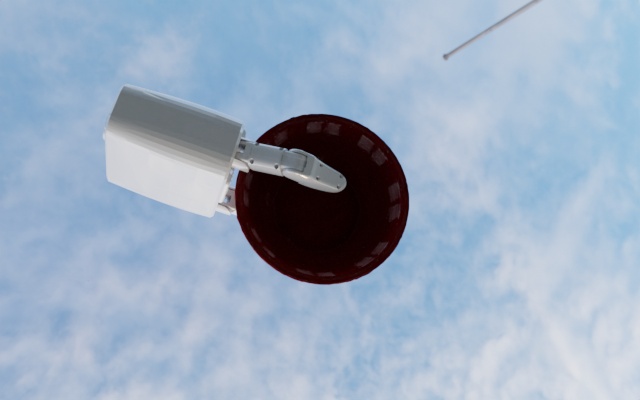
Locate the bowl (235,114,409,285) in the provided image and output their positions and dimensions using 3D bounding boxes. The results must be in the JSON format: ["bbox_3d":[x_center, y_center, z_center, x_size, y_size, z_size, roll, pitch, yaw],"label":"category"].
[{"bbox_3d":[0.001,0.002,0.459,0.162,0.162,0.055,0,-14,-8],"label":"bowl"}]
